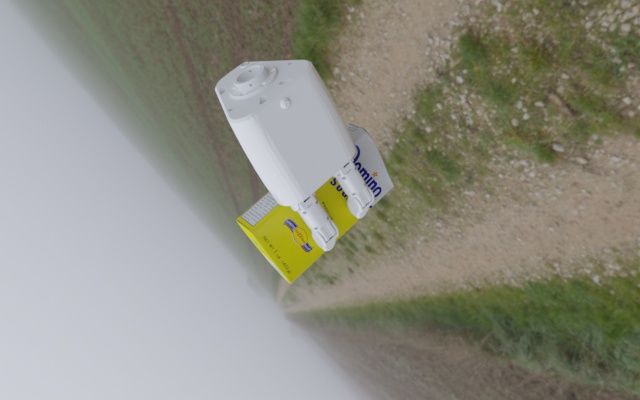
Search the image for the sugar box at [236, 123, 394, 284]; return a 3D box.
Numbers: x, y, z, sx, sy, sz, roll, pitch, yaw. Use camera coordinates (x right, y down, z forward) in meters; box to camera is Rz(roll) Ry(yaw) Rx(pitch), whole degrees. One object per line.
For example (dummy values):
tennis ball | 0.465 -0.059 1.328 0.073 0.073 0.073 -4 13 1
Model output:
sugar box | 0.000 0.002 0.550 0.176 0.093 0.048 -41 37 -13
